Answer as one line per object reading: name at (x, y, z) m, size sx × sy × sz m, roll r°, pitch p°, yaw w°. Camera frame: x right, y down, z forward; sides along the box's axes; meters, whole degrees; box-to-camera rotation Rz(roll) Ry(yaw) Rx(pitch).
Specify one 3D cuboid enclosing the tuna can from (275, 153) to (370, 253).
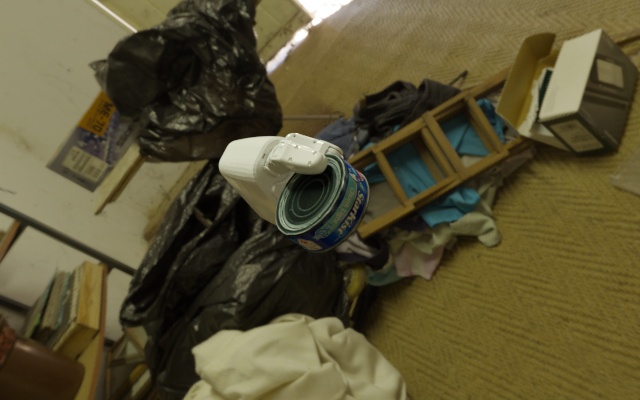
tuna can at (0.000, 0.001, 0.424) m, size 0.034 × 0.086 × 0.086 m, roll 36°, pitch -23°, yaw -34°
